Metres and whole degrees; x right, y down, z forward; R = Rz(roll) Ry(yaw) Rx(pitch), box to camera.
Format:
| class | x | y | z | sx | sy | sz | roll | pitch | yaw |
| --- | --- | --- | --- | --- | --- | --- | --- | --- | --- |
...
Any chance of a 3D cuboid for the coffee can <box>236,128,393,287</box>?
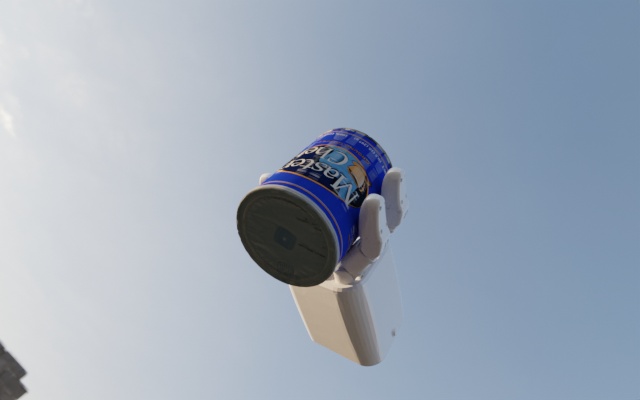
| class | x | y | z | sx | sy | sz | roll | pitch | yaw |
| --- | --- | --- | --- | --- | --- | --- | --- | --- | --- |
| coffee can | 0.000 | 0.001 | 0.467 | 0.103 | 0.103 | 0.140 | 0 | 28 | 32 |
